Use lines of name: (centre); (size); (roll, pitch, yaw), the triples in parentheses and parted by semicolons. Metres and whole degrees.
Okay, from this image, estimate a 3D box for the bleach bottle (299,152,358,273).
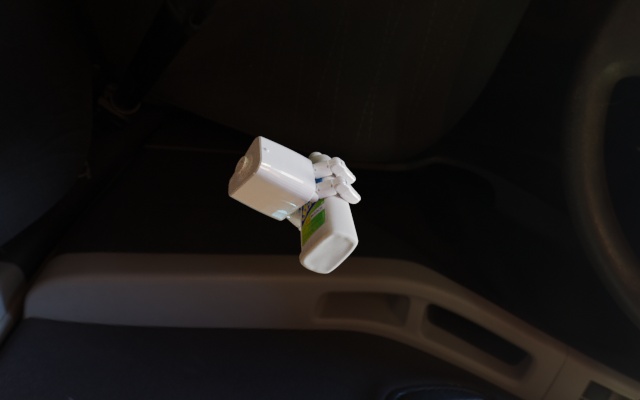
bleach bottle: (0.000, 0.003, 0.856); (0.068, 0.250, 0.103); (26, -58, -28)
